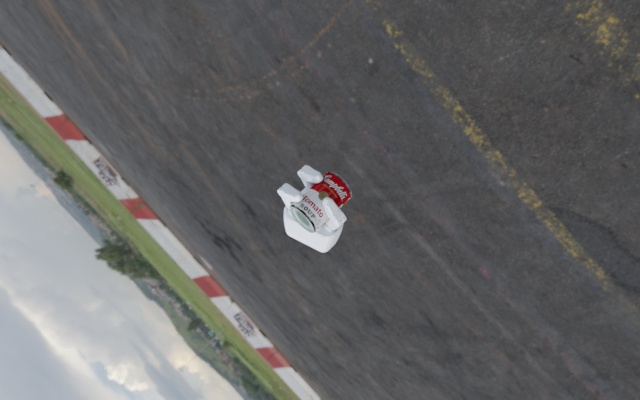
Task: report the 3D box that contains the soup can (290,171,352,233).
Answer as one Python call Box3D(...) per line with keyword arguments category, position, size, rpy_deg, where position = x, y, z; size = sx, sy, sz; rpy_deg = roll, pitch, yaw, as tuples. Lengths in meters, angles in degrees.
Box3D(category="soup can", position=(0.000, 0.003, 0.890), size=(0.102, 0.068, 0.068), rpy_deg=(-43, 17, -20))
